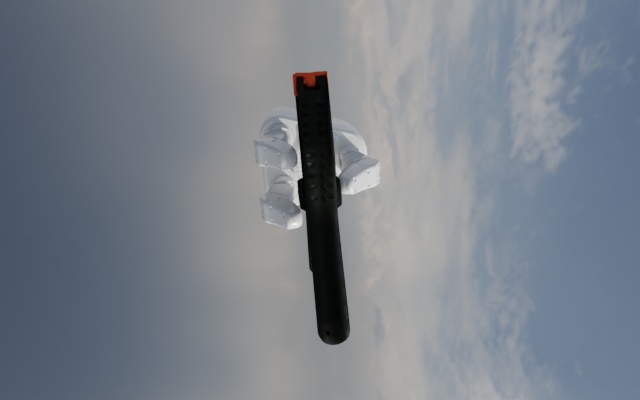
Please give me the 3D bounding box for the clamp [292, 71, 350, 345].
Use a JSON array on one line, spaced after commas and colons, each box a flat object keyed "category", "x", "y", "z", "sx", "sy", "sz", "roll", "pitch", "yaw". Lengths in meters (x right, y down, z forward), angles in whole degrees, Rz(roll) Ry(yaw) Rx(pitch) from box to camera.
[{"category": "clamp", "x": 0.001, "y": 0.001, "z": 0.402, "sx": 0.036, "sy": 0.210, "sz": 0.164, "roll": -5, "pitch": 19, "yaw": -4}]
